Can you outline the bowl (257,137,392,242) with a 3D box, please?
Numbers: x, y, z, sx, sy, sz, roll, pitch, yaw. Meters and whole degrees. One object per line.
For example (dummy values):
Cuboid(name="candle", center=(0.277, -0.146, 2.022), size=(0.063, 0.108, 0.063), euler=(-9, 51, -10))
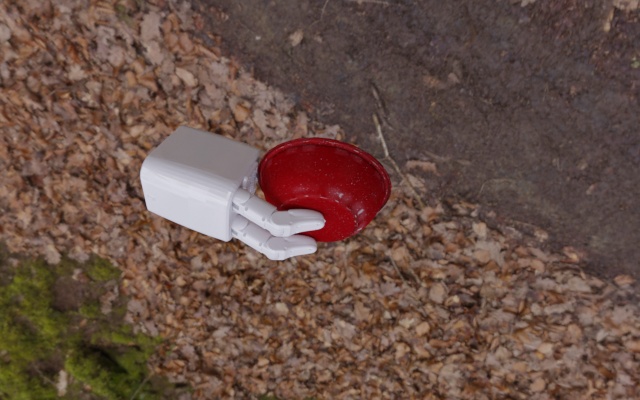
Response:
Cuboid(name="bowl", center=(0.001, 0.002, 0.555), size=(0.162, 0.055, 0.162), euler=(6, -36, 5))
